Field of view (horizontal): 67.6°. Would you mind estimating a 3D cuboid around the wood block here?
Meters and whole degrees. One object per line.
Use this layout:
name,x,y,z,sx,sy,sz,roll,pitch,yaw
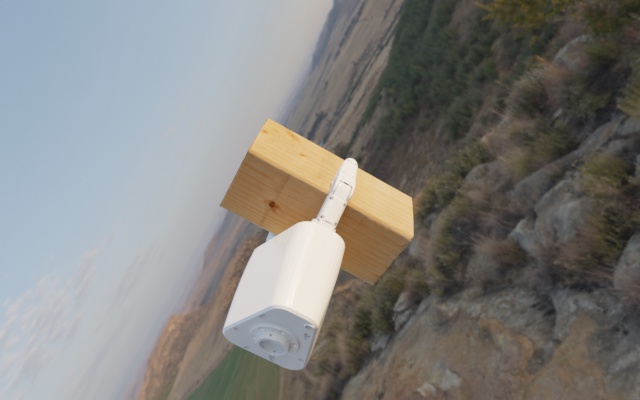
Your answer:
wood block,0.000,0.002,0.575,0.206,0.091,0.090,28,32,-9
